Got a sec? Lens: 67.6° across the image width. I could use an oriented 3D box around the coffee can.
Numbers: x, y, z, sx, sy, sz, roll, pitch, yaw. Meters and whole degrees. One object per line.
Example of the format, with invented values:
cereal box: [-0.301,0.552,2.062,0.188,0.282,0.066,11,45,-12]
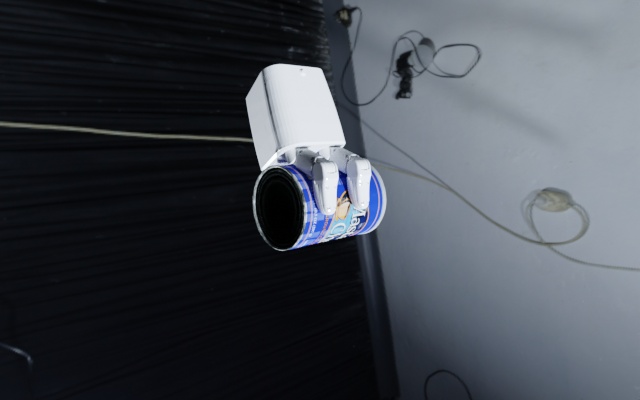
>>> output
coffee can: [0.000,0.002,0.611,0.140,0.103,0.103,-8,5,-42]
